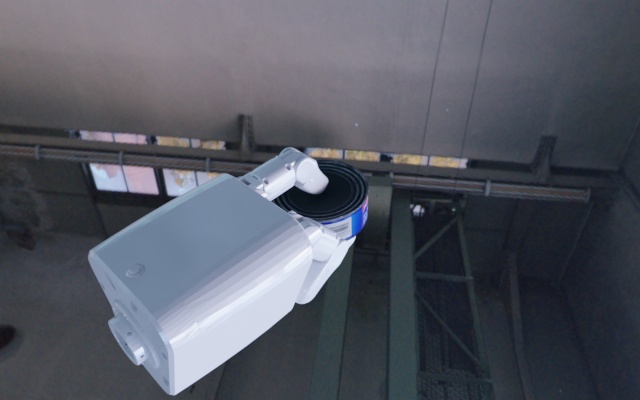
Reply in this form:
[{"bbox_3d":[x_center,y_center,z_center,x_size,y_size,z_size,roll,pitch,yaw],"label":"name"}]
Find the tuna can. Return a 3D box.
[{"bbox_3d":[0.000,0.002,0.426,0.086,0.034,0.086,-2,40,2],"label":"tuna can"}]
